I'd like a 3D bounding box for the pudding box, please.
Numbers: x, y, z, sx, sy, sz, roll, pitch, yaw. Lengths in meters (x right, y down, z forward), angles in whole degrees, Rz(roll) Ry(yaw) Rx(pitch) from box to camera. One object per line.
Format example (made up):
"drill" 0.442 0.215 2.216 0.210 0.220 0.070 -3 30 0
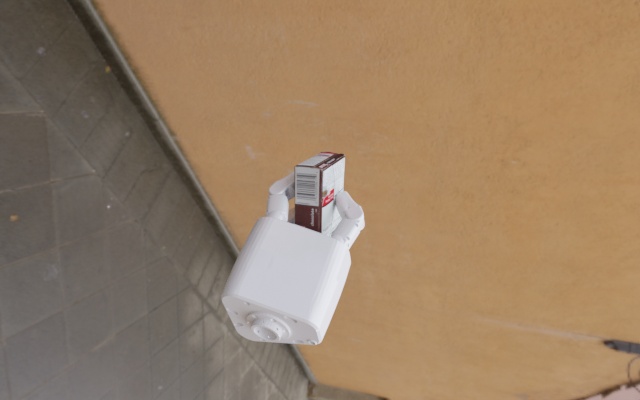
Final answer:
"pudding box" 0.000 0.002 0.606 0.039 0.113 0.090 9 19 18
